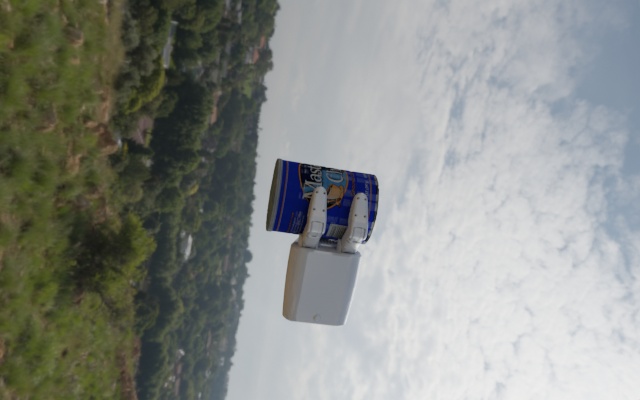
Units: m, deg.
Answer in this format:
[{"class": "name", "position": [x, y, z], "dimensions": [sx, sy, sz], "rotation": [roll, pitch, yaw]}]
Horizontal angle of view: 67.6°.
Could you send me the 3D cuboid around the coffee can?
[{"class": "coffee can", "position": [0.000, 0.002, 0.674], "dimensions": [0.140, 0.103, 0.103], "rotation": [9, -2, -9]}]
